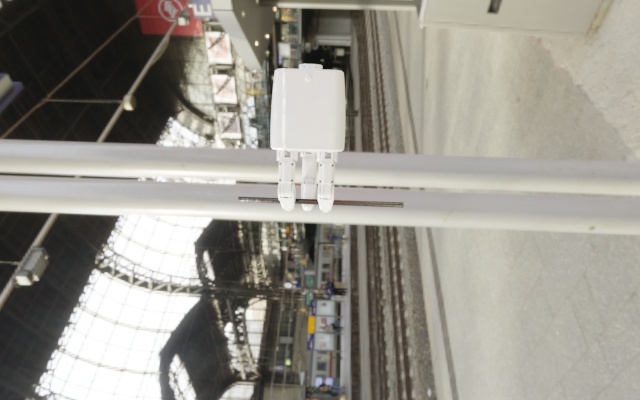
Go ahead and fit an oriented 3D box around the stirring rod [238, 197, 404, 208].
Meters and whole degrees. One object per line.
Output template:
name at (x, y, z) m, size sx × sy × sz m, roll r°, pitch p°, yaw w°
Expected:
stirring rod at (0.000, 0.002, 0.697) m, size 0.239 × 0.011 × 0.011 m, roll 2°, pitch 0°, yaw 1°
